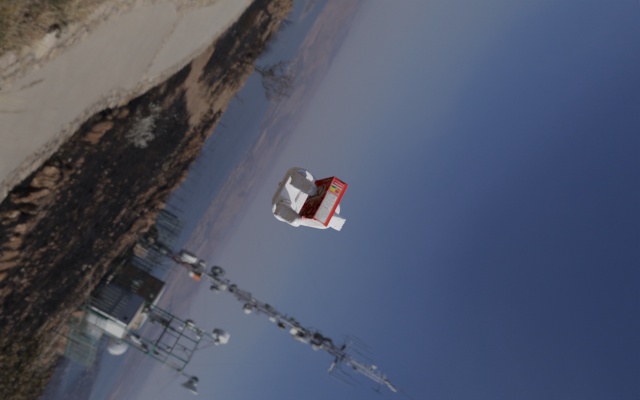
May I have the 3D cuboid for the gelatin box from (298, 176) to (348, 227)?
[{"bbox_3d":[0.001,0.003,0.741,0.030,0.073,0.089,31,-11,-16],"label":"gelatin box"}]
